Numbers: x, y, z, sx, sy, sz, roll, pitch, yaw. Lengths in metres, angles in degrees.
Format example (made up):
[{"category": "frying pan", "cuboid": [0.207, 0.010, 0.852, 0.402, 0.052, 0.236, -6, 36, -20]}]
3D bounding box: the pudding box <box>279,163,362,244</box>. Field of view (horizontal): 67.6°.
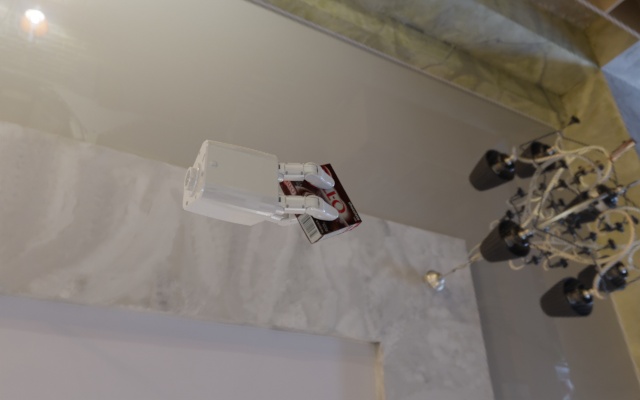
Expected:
[{"category": "pudding box", "cuboid": [0.000, 0.003, 0.739, 0.090, 0.113, 0.039, -17, -16, -40]}]
